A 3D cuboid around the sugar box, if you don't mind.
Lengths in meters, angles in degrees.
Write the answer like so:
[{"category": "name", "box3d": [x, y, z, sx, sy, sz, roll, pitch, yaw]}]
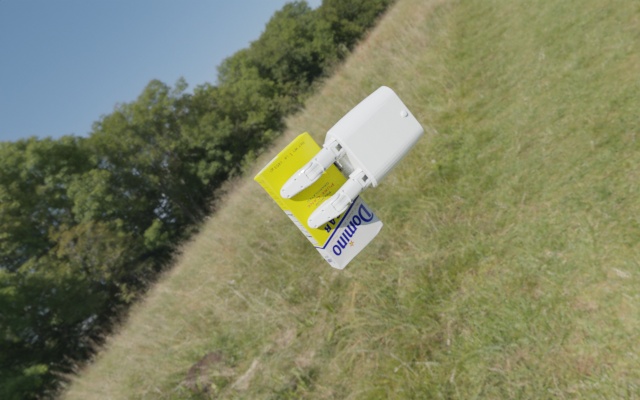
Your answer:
[{"category": "sugar box", "box3d": [0.000, 0.002, 0.668, 0.093, 0.176, 0.048, -44, 10, -14]}]
